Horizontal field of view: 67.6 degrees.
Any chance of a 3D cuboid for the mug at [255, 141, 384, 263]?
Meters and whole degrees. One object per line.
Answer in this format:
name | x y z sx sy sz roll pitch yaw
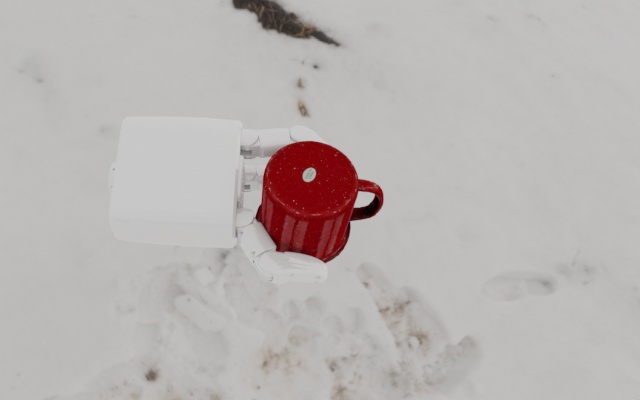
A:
mug | 0.002 0.001 0.430 0.117 0.093 0.081 1 -32 -8
